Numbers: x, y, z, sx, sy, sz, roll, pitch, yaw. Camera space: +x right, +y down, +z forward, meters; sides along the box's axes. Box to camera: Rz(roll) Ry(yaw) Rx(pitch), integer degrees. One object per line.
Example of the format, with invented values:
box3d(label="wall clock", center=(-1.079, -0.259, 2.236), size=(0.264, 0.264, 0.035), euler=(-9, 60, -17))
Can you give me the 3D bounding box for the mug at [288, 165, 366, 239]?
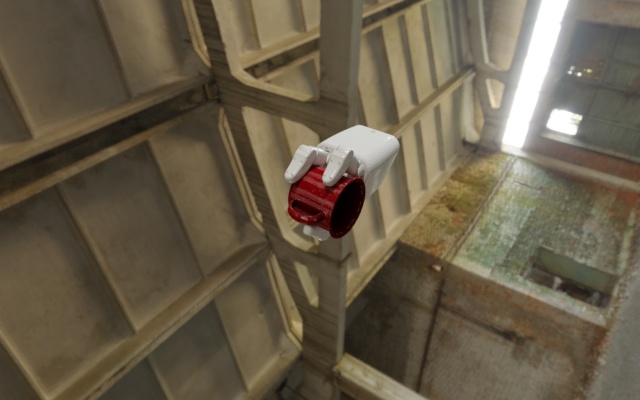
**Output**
box3d(label="mug", center=(-0.001, 0.003, 0.685), size=(0.081, 0.093, 0.117), euler=(24, 38, 28))
